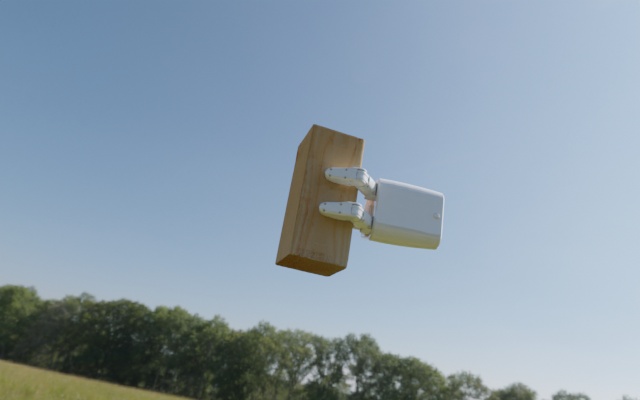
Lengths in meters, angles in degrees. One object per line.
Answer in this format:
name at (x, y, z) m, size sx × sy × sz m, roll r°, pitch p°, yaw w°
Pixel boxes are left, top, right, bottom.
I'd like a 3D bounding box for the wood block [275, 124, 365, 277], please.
wood block at (0.000, 0.002, 0.737) m, size 0.090 × 0.206 × 0.091 m, roll 15°, pitch -22°, yaw -13°
